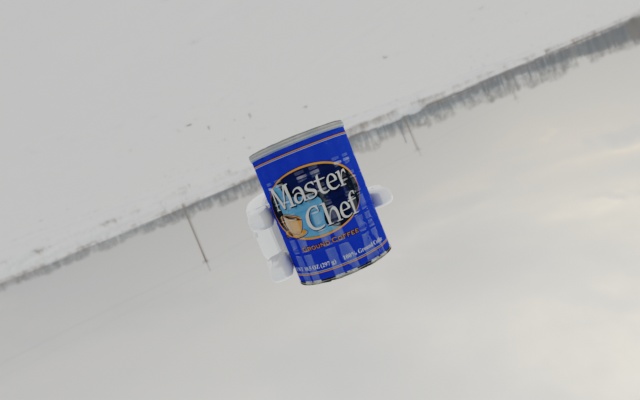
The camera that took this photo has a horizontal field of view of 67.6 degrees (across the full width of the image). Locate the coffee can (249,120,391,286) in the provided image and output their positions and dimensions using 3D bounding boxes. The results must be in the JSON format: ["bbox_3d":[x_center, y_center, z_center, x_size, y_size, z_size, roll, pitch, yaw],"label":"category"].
[{"bbox_3d":[0.000,0.001,0.491,0.103,0.140,0.103,-22,4,2],"label":"coffee can"}]
